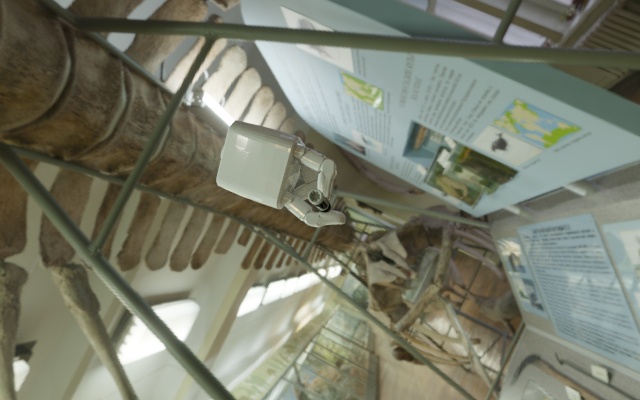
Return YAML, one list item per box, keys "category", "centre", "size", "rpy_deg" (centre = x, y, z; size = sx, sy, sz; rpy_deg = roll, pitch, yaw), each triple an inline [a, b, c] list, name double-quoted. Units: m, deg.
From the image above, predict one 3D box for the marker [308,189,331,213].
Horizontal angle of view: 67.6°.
- category: "marker"
  centre: [0.000, 0.002, 0.660]
  size: [0.020, 0.020, 0.121]
  rpy_deg: [0, -7, 7]
